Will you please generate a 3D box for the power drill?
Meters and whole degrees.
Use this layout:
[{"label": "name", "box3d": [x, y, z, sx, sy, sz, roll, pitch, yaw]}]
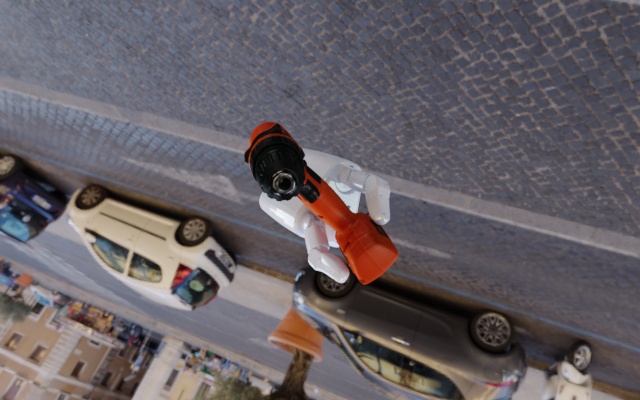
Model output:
[{"label": "power drill", "box3d": [0.000, 0.002, 0.497, 0.057, 0.188, 0.184, -41, 21, 7]}]
